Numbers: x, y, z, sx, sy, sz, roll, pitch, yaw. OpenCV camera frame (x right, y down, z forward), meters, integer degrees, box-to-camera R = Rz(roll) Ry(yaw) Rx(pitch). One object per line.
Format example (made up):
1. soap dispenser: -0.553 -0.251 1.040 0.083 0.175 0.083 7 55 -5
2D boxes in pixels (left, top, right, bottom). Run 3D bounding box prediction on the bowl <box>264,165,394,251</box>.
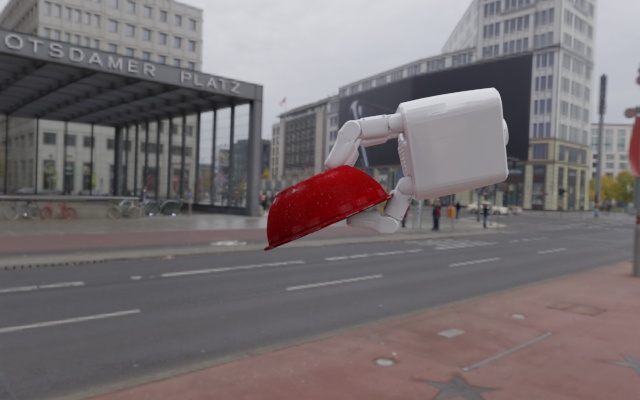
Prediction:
1. bowl: -0.001 0.002 0.549 0.162 0.055 0.162 -24 -1 -1
